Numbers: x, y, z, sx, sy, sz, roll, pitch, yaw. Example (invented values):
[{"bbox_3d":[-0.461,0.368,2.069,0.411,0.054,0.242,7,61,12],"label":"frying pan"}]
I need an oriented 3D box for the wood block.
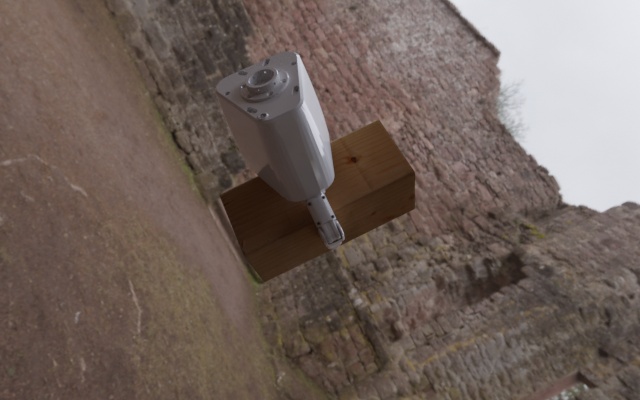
[{"bbox_3d":[0.000,0.002,0.569,0.206,0.090,0.090,-25,-30,-4],"label":"wood block"}]
